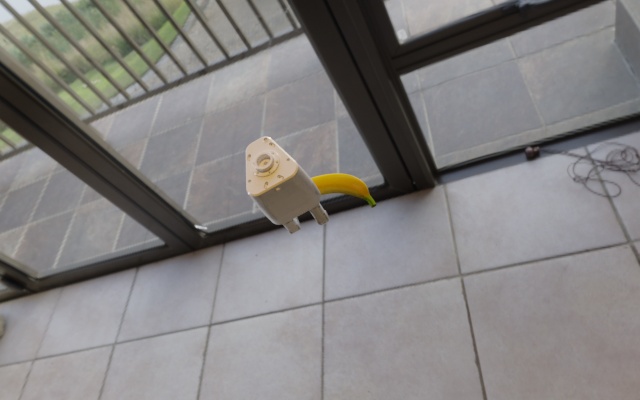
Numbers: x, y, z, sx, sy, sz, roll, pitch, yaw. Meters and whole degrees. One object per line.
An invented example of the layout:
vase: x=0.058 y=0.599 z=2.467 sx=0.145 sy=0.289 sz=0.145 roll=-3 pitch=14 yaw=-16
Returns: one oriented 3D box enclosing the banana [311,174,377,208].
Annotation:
banana: x=0.003 y=-0.015 z=0.896 sx=0.198 sy=0.069 sz=0.037 roll=-5 pitch=-20 yaw=11
